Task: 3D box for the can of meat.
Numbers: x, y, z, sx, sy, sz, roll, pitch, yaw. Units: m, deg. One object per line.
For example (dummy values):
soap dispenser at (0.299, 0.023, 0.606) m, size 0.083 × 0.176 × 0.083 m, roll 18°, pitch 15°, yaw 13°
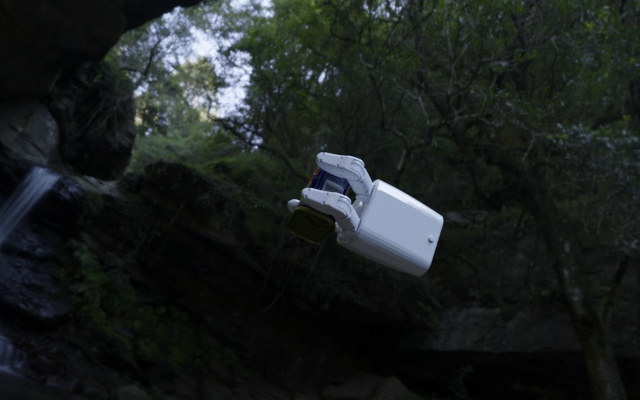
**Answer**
can of meat at (0.000, 0.002, 0.643) m, size 0.057 × 0.084 × 0.102 m, roll 26°, pitch -24°, yaw -4°
